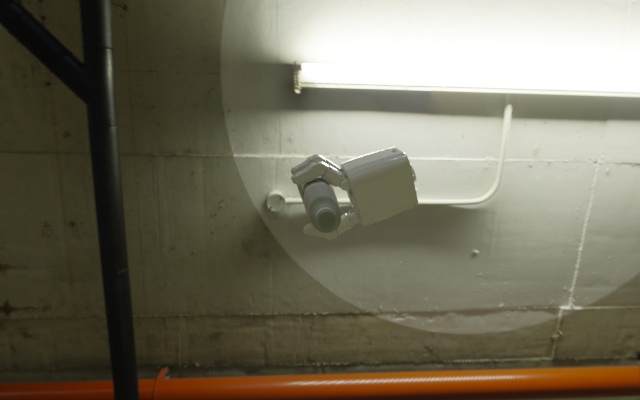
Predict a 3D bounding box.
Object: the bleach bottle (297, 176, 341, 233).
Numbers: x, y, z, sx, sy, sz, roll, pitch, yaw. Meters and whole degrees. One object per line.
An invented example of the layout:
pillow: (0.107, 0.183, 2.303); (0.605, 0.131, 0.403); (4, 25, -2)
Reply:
bleach bottle: (0.000, 0.003, 0.834); (0.068, 0.102, 0.250); (-20, 17, 0)
